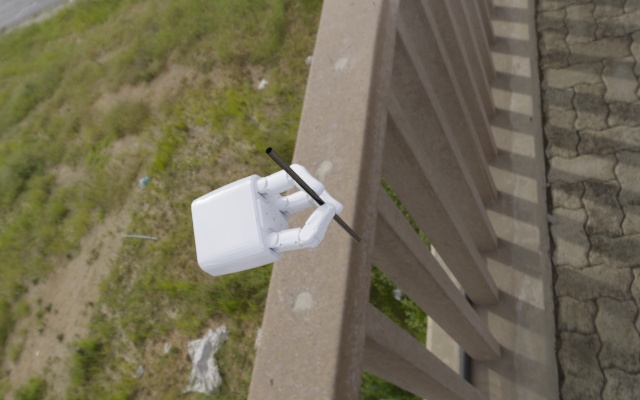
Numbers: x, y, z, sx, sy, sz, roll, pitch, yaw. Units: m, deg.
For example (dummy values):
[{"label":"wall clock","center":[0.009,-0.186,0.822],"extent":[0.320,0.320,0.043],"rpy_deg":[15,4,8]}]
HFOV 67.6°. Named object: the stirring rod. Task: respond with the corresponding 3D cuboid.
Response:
[{"label":"stirring rod","center":[0.000,0.002,0.601],"extent":[0.011,0.011,0.240],"rpy_deg":[0,-27,31]}]
